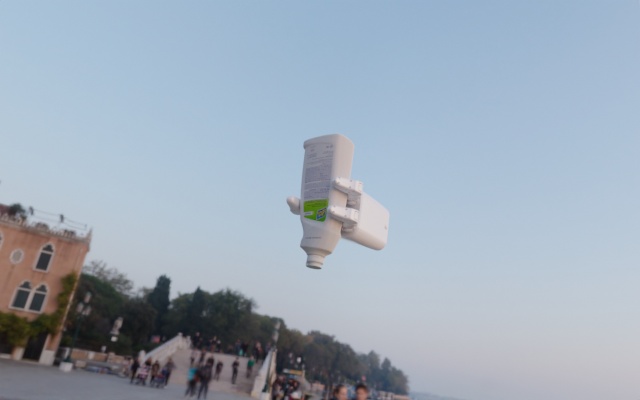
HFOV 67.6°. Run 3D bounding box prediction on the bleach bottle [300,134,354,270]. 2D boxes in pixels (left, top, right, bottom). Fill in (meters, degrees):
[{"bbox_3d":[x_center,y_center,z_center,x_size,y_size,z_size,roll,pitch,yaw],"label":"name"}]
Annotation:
[{"bbox_3d":[0.000,0.003,0.890,0.102,0.250,0.068,-8,-26,38],"label":"bleach bottle"}]
